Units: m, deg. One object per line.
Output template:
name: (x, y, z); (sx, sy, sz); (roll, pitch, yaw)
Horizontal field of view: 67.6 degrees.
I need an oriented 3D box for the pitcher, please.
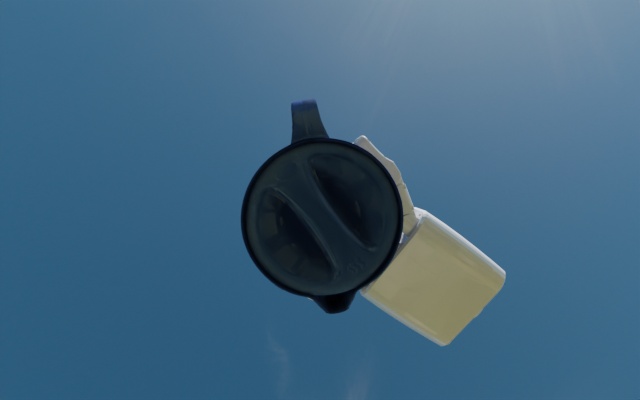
pitcher: (0.000, 0.002, 0.502); (0.145, 0.149, 0.243); (34, 1, -1)
